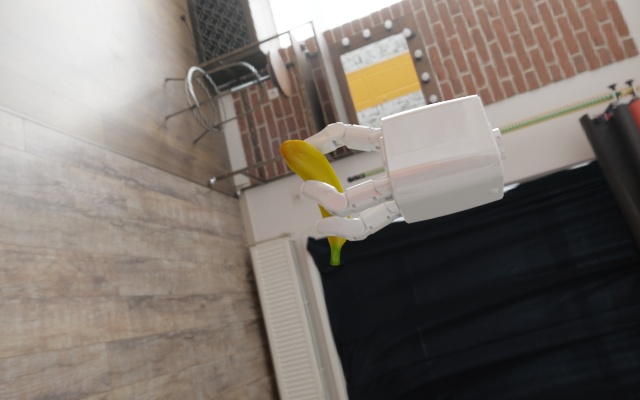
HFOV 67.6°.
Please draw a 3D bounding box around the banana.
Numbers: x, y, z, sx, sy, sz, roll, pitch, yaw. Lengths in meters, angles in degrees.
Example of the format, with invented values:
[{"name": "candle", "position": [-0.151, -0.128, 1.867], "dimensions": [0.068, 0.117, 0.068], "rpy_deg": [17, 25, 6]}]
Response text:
[{"name": "banana", "position": [0.003, -0.009, 0.566], "dimensions": [0.037, 0.069, 0.198], "rpy_deg": [-10, -48, 17]}]
